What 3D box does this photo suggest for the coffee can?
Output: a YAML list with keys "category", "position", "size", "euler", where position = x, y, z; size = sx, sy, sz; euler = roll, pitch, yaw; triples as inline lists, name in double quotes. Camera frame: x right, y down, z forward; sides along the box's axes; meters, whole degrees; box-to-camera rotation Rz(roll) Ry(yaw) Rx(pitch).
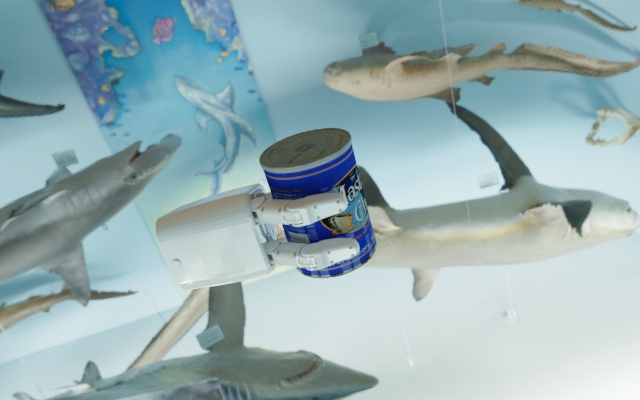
- category: "coffee can"
  position: [0.000, 0.002, 0.544]
  size: [0.103, 0.140, 0.102]
  euler: [-13, 26, 6]
